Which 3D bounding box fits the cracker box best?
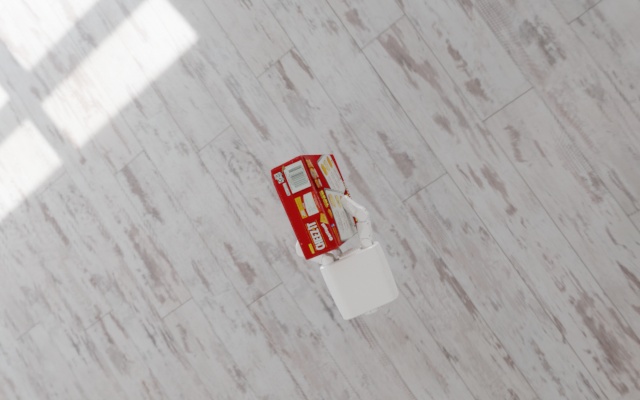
[{"bbox_3d":[0.000,0.003,0.872,0.072,0.164,0.213,-23,-1,16],"label":"cracker box"}]
